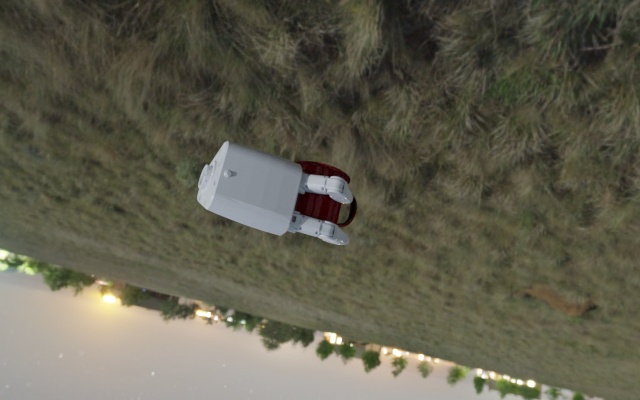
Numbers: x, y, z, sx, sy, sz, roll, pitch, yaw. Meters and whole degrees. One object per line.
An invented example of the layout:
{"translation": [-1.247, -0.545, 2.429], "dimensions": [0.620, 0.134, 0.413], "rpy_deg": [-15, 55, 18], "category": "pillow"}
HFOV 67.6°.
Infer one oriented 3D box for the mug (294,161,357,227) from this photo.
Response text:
{"translation": [0.001, 0.003, 0.694], "dimensions": [0.117, 0.081, 0.093], "rpy_deg": [21, -18, -25], "category": "mug"}
